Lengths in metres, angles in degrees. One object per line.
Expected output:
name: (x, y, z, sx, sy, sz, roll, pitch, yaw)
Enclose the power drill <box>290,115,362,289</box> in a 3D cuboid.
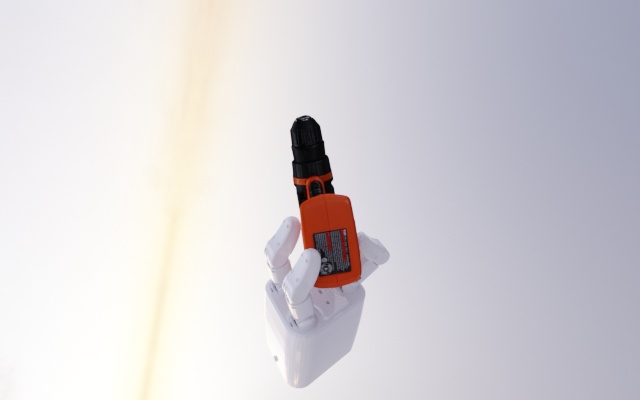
power drill: (0.000, 0.002, 0.560, 0.057, 0.184, 0.187, -11, 19, -1)
